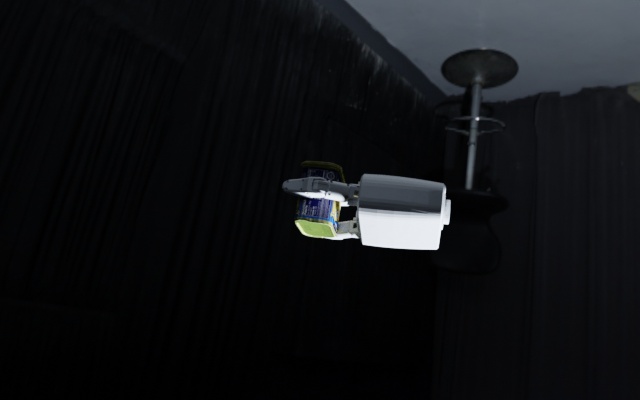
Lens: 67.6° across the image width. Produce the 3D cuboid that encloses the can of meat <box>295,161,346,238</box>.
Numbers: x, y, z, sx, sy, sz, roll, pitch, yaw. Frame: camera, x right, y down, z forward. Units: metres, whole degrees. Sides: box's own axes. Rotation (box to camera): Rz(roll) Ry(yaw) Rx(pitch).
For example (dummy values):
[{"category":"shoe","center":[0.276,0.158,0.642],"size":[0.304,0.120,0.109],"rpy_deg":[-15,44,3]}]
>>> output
[{"category":"can of meat","center":[0.000,0.002,0.672],"size":[0.057,0.084,0.102],"rpy_deg":[6,-16,9]}]
